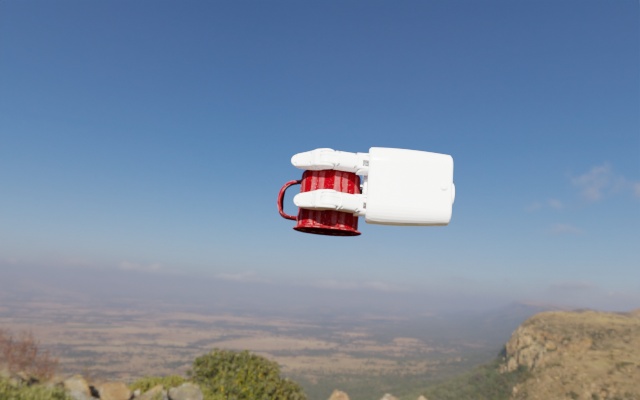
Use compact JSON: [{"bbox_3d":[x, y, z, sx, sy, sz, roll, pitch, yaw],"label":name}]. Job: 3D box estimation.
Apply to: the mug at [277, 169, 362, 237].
[{"bbox_3d":[-0.001,0.002,0.650,0.117,0.081,0.093,4,-10,3],"label":"mug"}]
